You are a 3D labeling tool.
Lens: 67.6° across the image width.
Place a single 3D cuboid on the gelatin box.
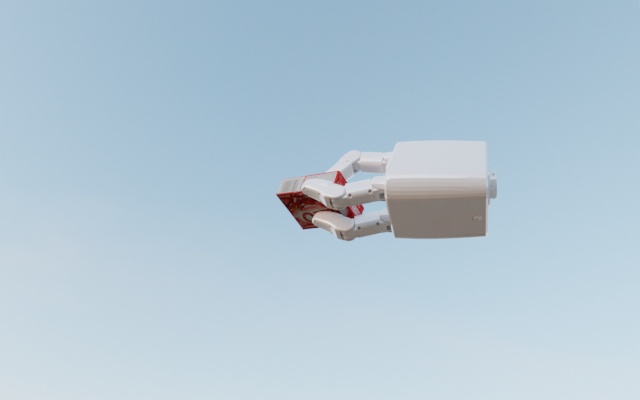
[{"bbox_3d":[0.000,0.002,0.603,0.089,0.030,0.073,-7,-44,31],"label":"gelatin box"}]
